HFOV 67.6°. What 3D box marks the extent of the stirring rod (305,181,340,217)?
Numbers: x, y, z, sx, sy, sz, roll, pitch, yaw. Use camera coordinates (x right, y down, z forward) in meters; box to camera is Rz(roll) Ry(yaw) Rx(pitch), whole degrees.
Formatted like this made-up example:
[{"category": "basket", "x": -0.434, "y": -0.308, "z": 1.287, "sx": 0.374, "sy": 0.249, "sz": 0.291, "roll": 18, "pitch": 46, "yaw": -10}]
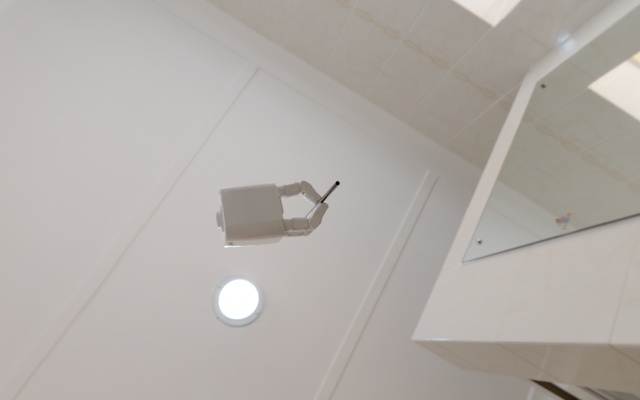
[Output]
[{"category": "stirring rod", "x": 0.000, "y": 0.003, "z": 0.893, "sx": 0.011, "sy": 0.011, "sz": 0.239, "roll": 0, "pitch": -15, "yaw": -14}]
